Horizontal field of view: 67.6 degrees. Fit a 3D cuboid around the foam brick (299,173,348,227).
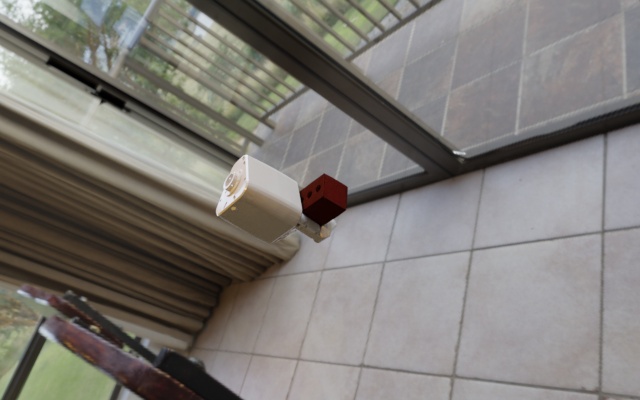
[{"bbox_3d":[0.000,0.002,0.791,0.051,0.053,0.078,31,-47,-28],"label":"foam brick"}]
